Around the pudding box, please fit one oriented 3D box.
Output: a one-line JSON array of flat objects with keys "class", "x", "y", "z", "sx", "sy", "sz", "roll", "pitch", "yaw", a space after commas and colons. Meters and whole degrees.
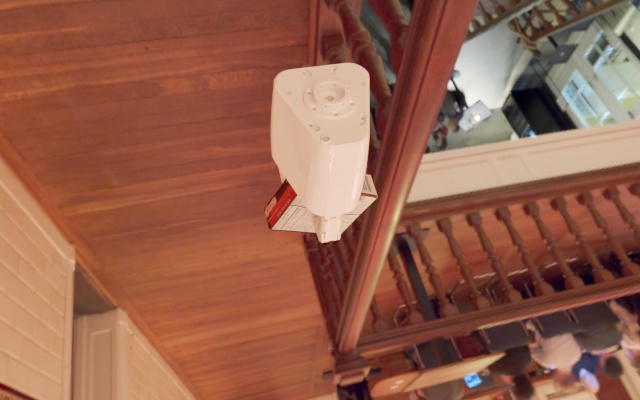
[{"class": "pudding box", "x": 0.000, "y": 0.002, "z": 0.585, "sx": 0.113, "sy": 0.039, "sz": 0.090, "roll": 9, "pitch": -40, "yaw": -33}]
